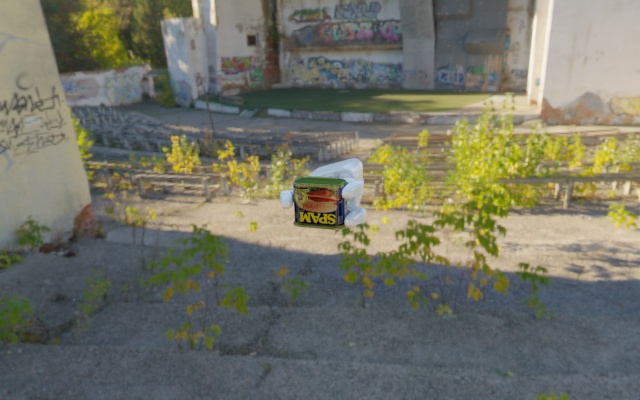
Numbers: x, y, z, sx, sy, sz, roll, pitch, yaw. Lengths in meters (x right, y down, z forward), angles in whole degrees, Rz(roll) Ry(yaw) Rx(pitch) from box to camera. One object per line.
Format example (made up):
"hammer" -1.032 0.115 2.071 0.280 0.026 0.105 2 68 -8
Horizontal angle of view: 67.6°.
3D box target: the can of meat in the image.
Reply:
"can of meat" 0.000 0.003 0.876 0.102 0.084 0.057 4 19 16
